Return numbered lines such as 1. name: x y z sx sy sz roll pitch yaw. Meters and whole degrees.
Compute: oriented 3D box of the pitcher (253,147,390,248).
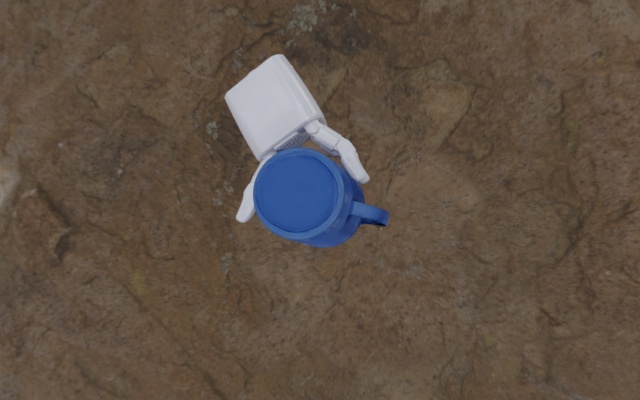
1. pitcher: 0.000 0.002 0.655 0.149 0.145 0.243 -31 -7 5
